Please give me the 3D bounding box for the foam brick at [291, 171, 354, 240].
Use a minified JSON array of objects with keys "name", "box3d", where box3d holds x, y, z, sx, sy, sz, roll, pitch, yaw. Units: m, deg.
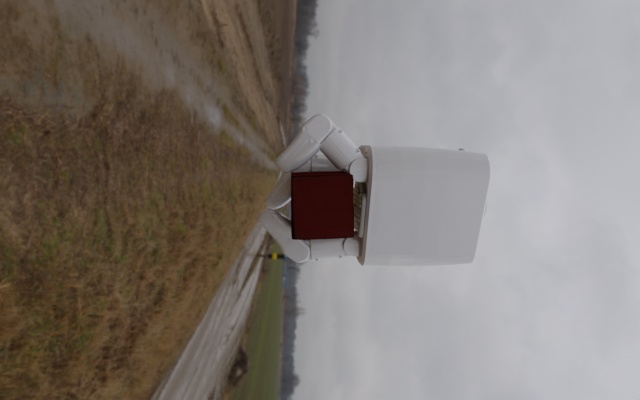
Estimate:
[{"name":"foam brick","box3d":[0.000,0.001,0.416,0.051,0.053,0.078,-1,7,-3]}]
